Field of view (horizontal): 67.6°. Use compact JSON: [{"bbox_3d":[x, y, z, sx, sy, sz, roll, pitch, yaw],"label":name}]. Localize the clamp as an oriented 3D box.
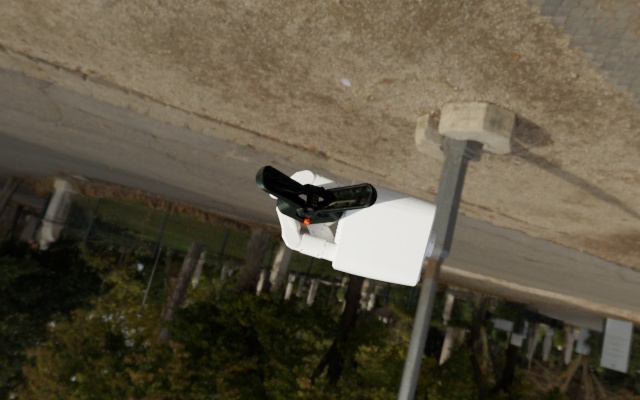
[{"bbox_3d":[0.000,0.002,0.535,0.120,0.039,0.171,14,-10,7],"label":"clamp"}]
